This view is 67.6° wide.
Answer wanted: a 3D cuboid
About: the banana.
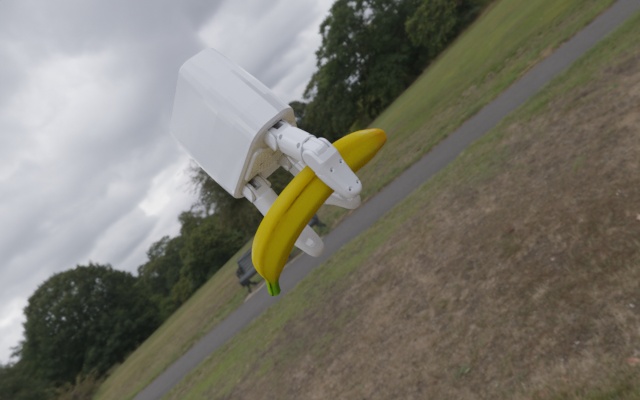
[{"bbox_3d":[-0.008,-0.001,0.454,0.037,0.198,0.070,36,-3,25],"label":"banana"}]
